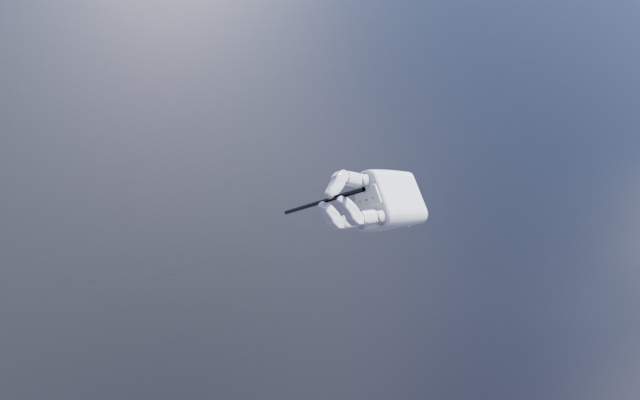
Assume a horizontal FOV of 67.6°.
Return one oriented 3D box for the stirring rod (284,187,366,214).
[{"bbox_3d":[0.000,0.003,0.851,0.011,0.011,0.239,0,-10,-35],"label":"stirring rod"}]
